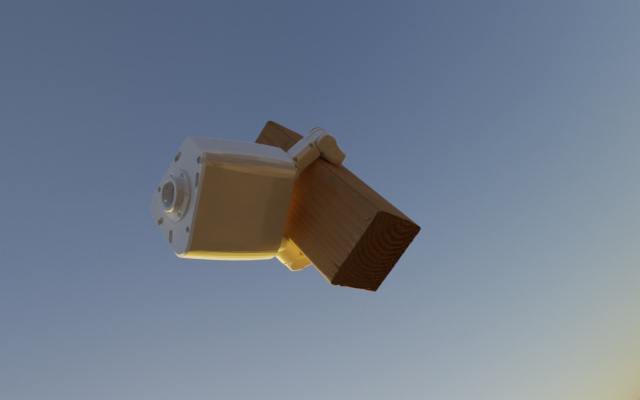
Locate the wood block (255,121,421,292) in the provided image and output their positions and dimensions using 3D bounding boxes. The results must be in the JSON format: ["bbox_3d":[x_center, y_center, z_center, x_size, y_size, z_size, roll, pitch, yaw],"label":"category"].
[{"bbox_3d":[0.000,0.001,0.550,0.090,0.091,0.206,21,17,-49],"label":"wood block"}]
